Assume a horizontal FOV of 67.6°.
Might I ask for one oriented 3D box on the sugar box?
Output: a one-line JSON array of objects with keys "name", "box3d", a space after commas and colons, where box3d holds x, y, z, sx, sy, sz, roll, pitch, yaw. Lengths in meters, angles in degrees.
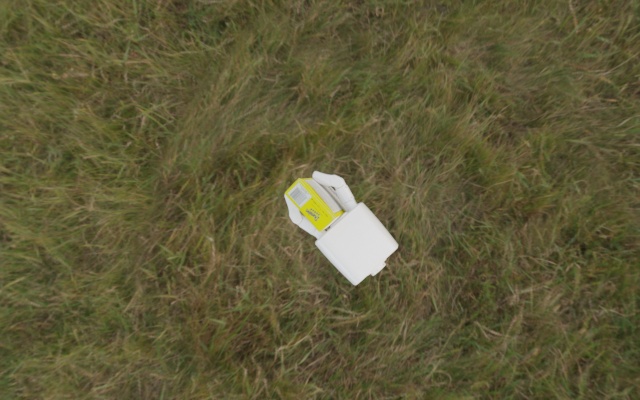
[{"name": "sugar box", "box3d": [0.000, 0.003, 0.886, 0.048, 0.093, 0.176, -42, -7, 9]}]
